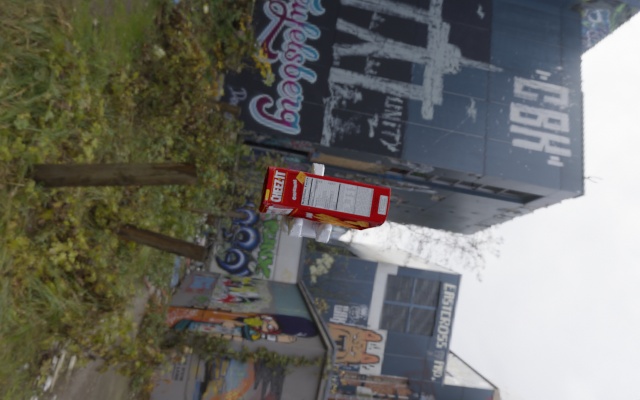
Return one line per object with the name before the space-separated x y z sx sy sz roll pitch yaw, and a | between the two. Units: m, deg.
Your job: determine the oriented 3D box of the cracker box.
cracker box | 0.000 0.003 0.870 0.214 0.072 0.164 10 -9 -8
